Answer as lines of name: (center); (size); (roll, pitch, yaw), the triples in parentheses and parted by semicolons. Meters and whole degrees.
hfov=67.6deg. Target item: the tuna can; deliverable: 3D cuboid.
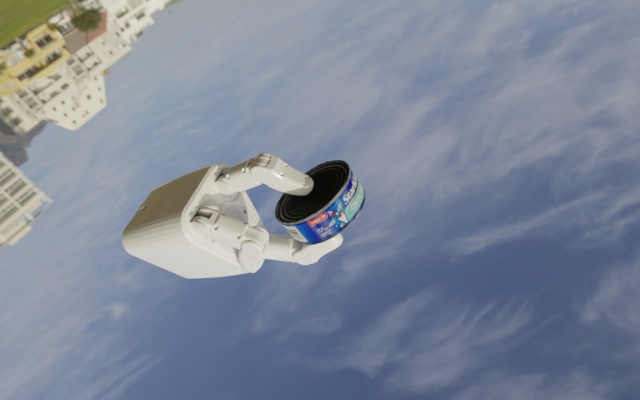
tuna can: (0.000, 0.002, 0.462); (0.086, 0.086, 0.034); (0, -45, 50)
